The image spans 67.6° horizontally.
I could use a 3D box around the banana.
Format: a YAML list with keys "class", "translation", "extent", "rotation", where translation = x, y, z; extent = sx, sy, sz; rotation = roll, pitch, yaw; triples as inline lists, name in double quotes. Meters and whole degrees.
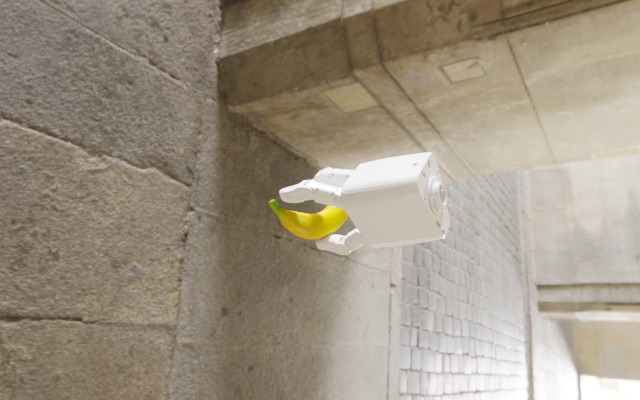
- class: "banana"
  translation: [0.002, 0.021, 0.730]
  extent: [0.037, 0.069, 0.198]
  rotation: [-13, -2, 35]
